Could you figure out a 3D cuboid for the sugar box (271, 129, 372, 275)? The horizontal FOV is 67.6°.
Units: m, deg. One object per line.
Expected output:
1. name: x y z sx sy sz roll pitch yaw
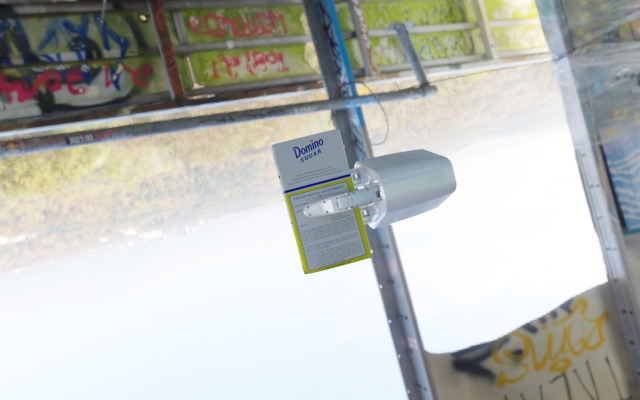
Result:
1. sugar box: 0.000 0.002 0.634 0.093 0.176 0.048 -14 -1 -8
